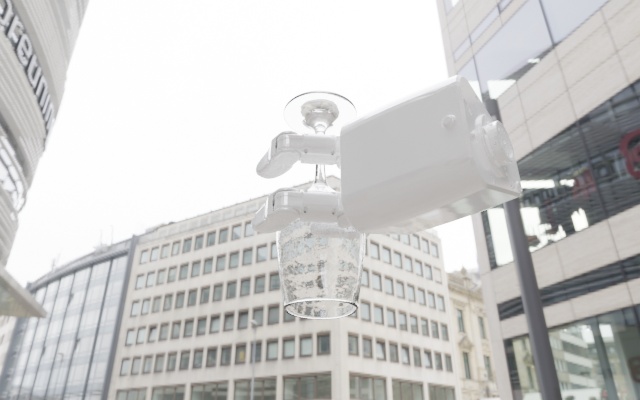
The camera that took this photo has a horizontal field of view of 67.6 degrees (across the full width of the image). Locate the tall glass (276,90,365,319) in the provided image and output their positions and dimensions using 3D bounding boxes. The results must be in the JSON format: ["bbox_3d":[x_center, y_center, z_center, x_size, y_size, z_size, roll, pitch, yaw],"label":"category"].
[{"bbox_3d":[0.000,0.001,0.436,0.079,0.201,0.079,0,-27,0],"label":"tall glass"}]
